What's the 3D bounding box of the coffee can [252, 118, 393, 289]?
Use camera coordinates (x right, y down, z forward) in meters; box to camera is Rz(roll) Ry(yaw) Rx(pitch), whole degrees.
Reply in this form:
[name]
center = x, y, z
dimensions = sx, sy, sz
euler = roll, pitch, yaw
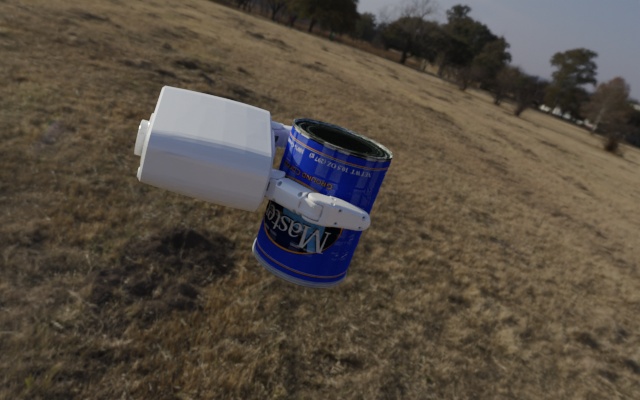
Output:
[coffee can]
center = 0.000, 0.002, 0.481
dimensions = 0.103, 0.140, 0.102
euler = 18, 19, -6
